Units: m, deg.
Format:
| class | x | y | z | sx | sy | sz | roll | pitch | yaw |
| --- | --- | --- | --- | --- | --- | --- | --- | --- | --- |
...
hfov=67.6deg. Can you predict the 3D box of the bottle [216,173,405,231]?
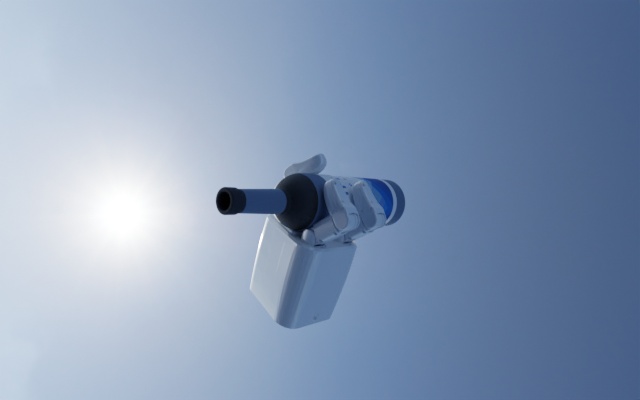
| class | x | y | z | sx | sy | sz | roll | pitch | yaw |
| --- | --- | --- | --- | --- | --- | --- | --- | --- | --- |
| bottle | 0.000 | 0.002 | 0.574 | 0.069 | 0.069 | 0.296 | 0 | -1 | 39 |
